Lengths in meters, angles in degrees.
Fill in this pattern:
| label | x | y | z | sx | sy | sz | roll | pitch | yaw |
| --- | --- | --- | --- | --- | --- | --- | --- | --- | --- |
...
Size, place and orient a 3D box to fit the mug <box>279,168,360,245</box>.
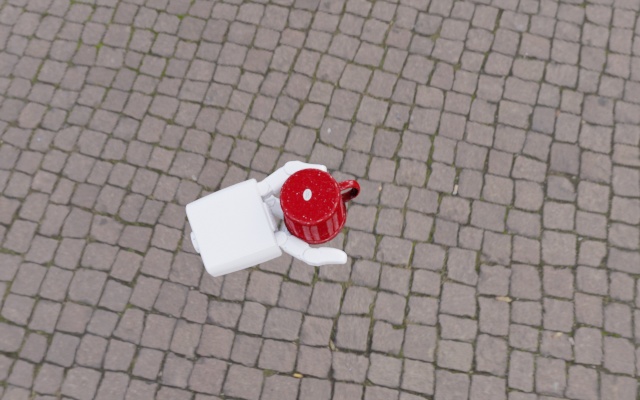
| label | x | y | z | sx | sy | sz | roll | pitch | yaw |
| --- | --- | --- | --- | --- | --- | --- | --- | --- | --- |
| mug | 0.001 | 0.002 | 0.656 | 0.117 | 0.093 | 0.081 | -20 | -19 | -2 |
